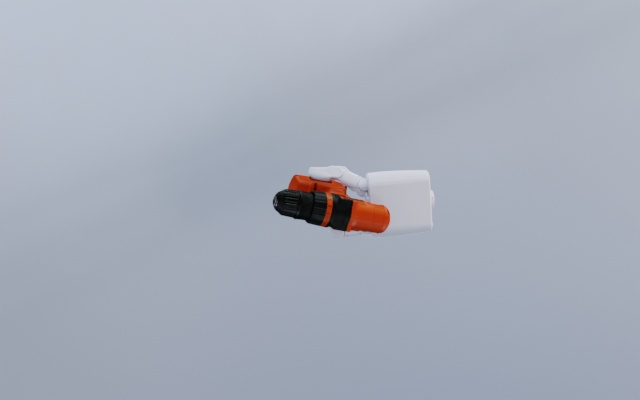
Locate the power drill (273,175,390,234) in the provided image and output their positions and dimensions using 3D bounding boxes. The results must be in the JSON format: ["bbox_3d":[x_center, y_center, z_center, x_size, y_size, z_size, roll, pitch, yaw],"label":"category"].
[{"bbox_3d":[0.000,0.002,0.782,0.184,0.057,0.187,12,10,-18],"label":"power drill"}]
